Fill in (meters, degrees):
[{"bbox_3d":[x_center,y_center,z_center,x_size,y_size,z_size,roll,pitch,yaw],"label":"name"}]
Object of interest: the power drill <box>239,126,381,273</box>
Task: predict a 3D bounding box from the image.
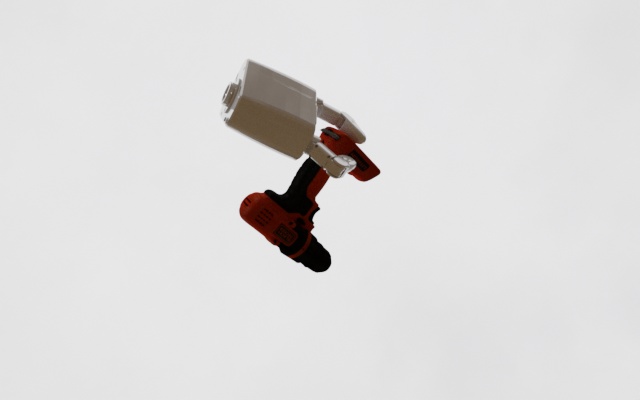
[{"bbox_3d":[0.000,0.002,0.695,0.184,0.187,0.057,43,-4,-38],"label":"power drill"}]
